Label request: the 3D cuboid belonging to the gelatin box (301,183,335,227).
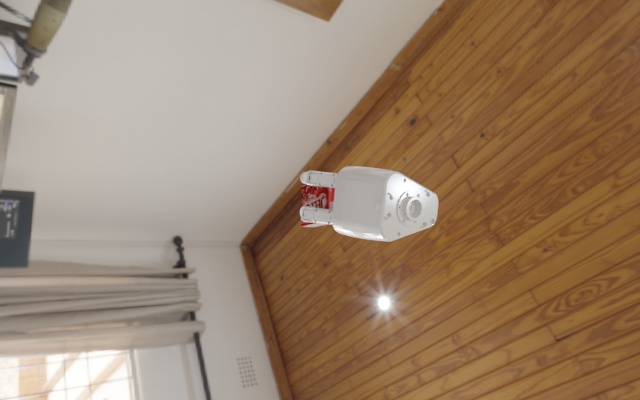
[{"bbox_3d":[0.000,0.003,0.773,0.030,0.073,0.089,5,-11,-30],"label":"gelatin box"}]
